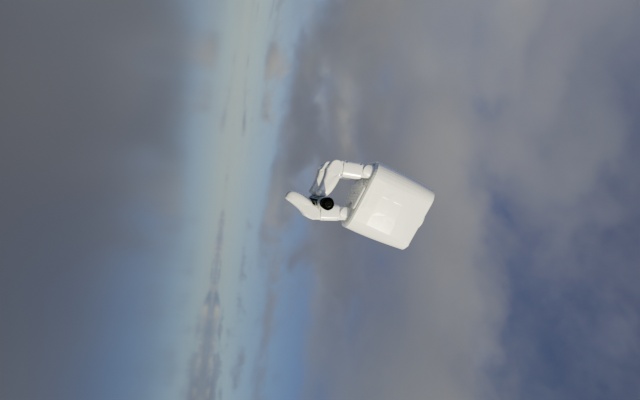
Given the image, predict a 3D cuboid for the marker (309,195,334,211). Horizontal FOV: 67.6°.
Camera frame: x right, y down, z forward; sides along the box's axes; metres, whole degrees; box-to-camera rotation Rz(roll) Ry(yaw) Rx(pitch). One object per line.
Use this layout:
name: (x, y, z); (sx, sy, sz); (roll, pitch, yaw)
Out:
marker: (0.000, 0.002, 0.719); (0.020, 0.020, 0.121); (0, 2, -11)
